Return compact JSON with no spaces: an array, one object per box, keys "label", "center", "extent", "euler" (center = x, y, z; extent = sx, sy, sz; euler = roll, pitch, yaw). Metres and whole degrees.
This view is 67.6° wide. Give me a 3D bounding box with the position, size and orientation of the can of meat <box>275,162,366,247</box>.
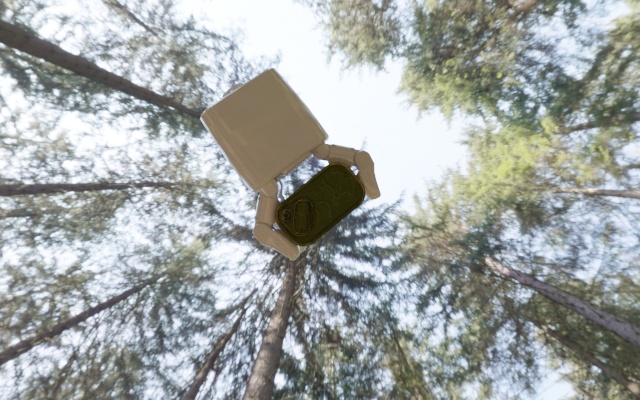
[{"label":"can of meat","center":[0.000,0.002,0.563],"extent":[0.102,0.057,0.084],"euler":[-39,2,3]}]
